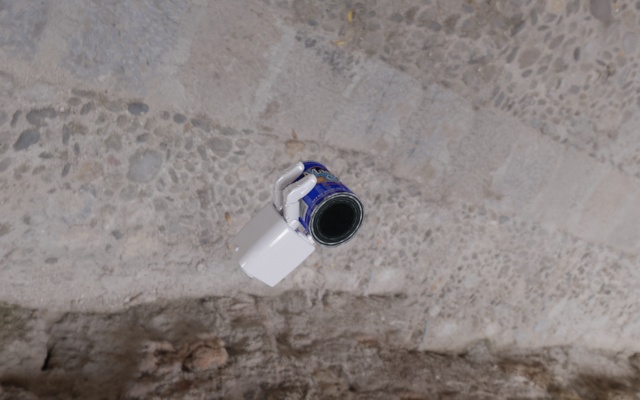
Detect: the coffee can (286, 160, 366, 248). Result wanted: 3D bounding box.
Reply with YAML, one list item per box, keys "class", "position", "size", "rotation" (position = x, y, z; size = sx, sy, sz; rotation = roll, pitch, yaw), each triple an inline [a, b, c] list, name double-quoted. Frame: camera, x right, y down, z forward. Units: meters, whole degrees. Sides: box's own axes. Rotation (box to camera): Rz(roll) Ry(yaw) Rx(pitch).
- class: "coffee can"
  position: [0.000, 0.003, 0.829]
  size: [0.103, 0.103, 0.140]
  rotation: [0, 26, -27]
